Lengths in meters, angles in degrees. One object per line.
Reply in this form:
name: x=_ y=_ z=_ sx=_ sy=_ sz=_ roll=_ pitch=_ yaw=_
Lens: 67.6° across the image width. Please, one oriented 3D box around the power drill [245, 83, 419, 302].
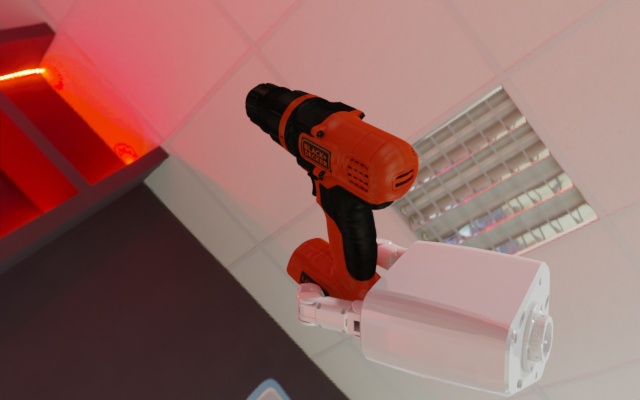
power drill: x=0.000 y=0.002 z=0.418 sx=0.057 sy=0.188 sz=0.184 roll=-27 pitch=42 yaw=-28
